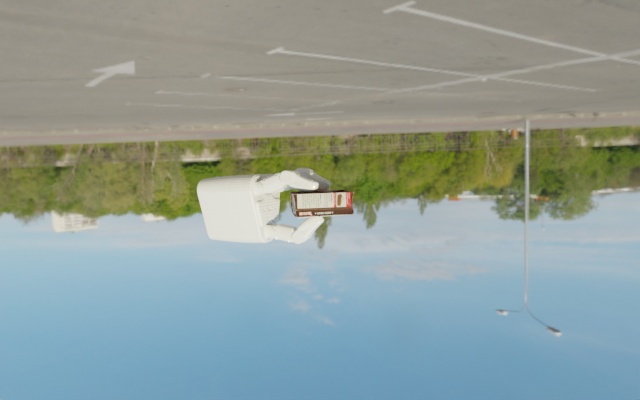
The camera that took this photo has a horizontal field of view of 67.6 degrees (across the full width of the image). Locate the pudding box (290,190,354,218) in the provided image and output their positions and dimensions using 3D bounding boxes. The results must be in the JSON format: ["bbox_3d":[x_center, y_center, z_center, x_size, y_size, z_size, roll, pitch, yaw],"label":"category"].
[{"bbox_3d":[0.000,0.003,0.746,0.090,0.039,0.113,-3,5,-6],"label":"pudding box"}]
